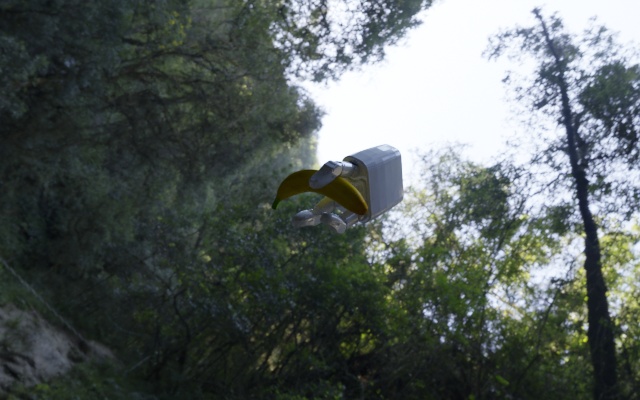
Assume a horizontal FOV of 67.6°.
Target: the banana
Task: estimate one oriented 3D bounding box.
[{"bbox_3d":[-0.004,-0.016,0.772,0.198,0.069,0.037,3,10,42],"label":"banana"}]
